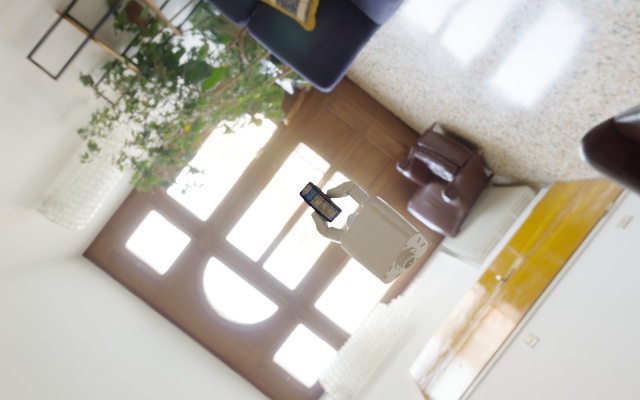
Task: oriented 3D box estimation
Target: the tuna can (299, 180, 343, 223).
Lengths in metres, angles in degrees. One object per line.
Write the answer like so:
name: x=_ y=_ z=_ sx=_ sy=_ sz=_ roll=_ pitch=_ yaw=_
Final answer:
tuna can: x=0.000 y=0.003 z=0.888 sx=0.086 sy=0.034 sz=0.086 roll=42 pitch=4 yaw=-3
